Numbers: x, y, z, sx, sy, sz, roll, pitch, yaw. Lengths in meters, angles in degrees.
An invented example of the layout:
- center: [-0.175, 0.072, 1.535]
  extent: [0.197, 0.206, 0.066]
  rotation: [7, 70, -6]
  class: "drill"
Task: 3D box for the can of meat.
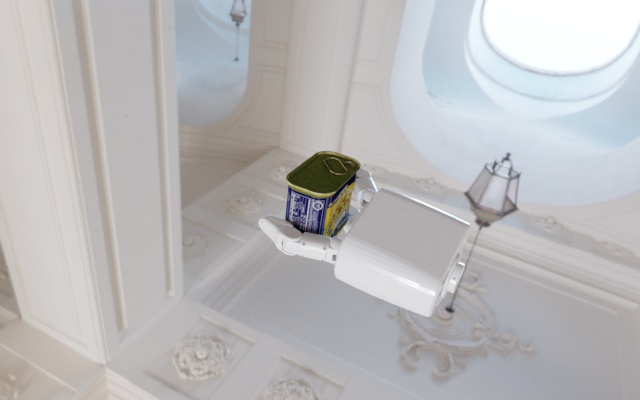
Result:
- center: [0.000, 0.002, 0.548]
  extent: [0.057, 0.084, 0.102]
  rotation: [20, 33, 19]
  class: "can of meat"
